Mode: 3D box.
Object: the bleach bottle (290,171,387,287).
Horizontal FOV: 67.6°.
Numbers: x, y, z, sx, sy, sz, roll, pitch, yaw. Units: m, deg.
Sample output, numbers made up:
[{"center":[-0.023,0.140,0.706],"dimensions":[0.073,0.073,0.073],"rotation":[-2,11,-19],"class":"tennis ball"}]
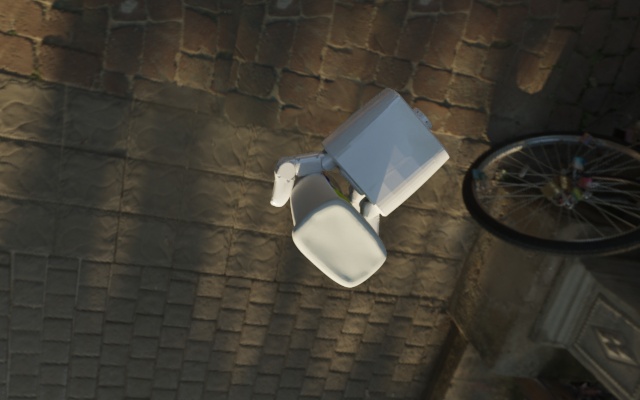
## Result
[{"center":[0.000,0.002,0.583],"dimensions":[0.068,0.102,0.250],"rotation":[-41,23,6],"class":"bleach bottle"}]
